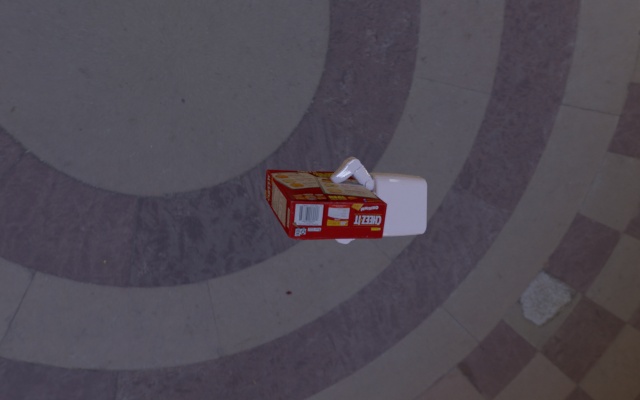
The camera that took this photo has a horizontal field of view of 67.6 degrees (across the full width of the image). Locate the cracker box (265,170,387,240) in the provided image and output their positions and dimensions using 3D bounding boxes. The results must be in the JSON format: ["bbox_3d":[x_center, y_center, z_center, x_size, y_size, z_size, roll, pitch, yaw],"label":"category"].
[{"bbox_3d":[0.000,0.003,0.854,0.164,0.072,0.213,1,16,-17],"label":"cracker box"}]
